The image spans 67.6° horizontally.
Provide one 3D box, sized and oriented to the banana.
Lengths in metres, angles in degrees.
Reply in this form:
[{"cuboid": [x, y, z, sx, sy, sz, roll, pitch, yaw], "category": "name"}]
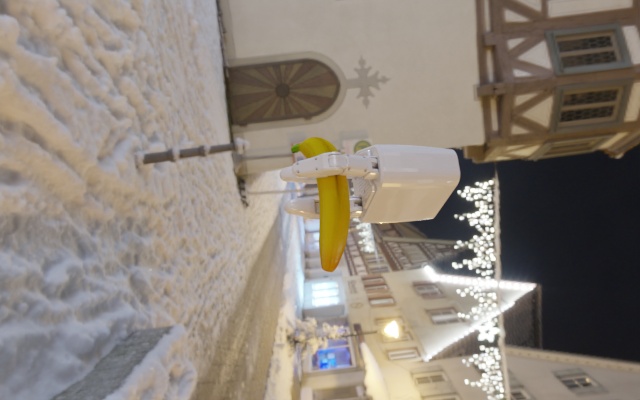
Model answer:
[{"cuboid": [0.007, -0.012, 0.583, 0.037, 0.197, 0.070, 7, -40, -27], "category": "banana"}]
